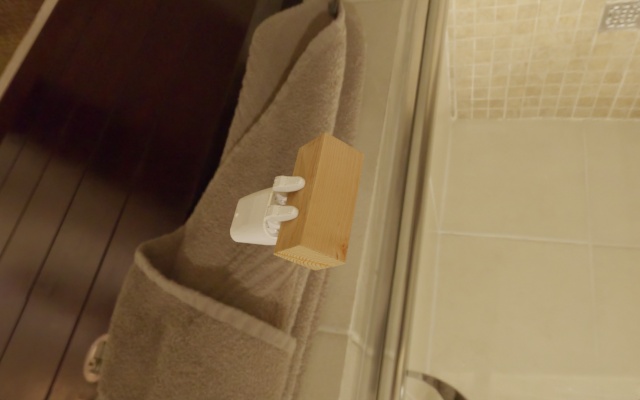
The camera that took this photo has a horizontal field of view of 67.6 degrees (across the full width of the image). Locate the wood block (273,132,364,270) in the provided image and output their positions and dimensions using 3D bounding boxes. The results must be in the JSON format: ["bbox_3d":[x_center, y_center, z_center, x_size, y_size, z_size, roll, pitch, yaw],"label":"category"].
[{"bbox_3d":[0.000,0.003,0.815,0.091,0.206,0.090,25,-28,-27],"label":"wood block"}]
